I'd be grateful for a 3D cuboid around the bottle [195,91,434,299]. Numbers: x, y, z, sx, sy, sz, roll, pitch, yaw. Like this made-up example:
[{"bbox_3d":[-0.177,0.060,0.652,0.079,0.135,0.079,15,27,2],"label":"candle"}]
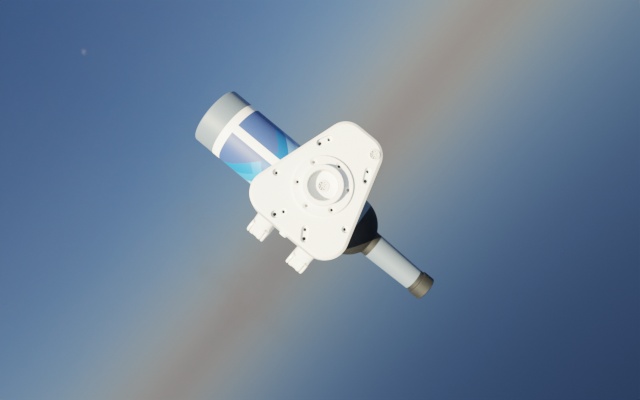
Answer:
[{"bbox_3d":[0.000,0.002,0.516,0.295,0.069,0.069,40,1,1],"label":"bottle"}]
